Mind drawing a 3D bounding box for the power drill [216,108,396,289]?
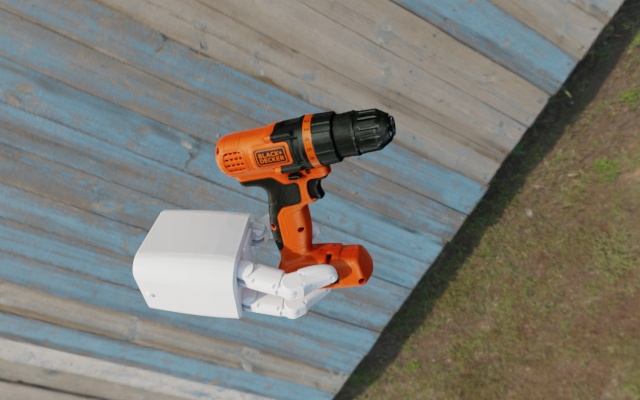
[{"bbox_3d":[0.000,0.002,0.499,0.184,0.188,0.057,-7,24,20],"label":"power drill"}]
